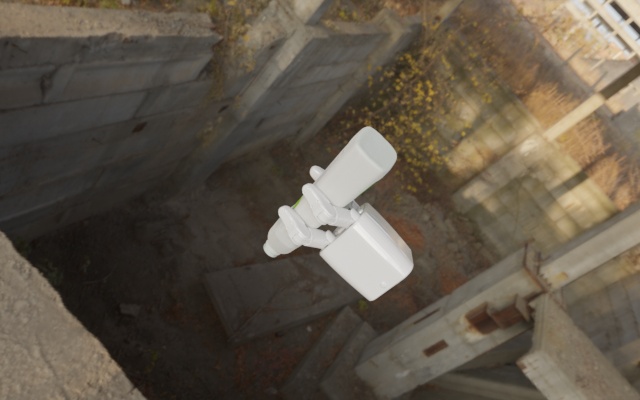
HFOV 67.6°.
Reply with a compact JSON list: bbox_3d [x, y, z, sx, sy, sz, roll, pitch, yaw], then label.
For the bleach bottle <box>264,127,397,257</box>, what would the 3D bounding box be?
[{"bbox_3d":[0.000,0.002,0.719,0.251,0.068,0.102,-44,3,31],"label":"bleach bottle"}]
